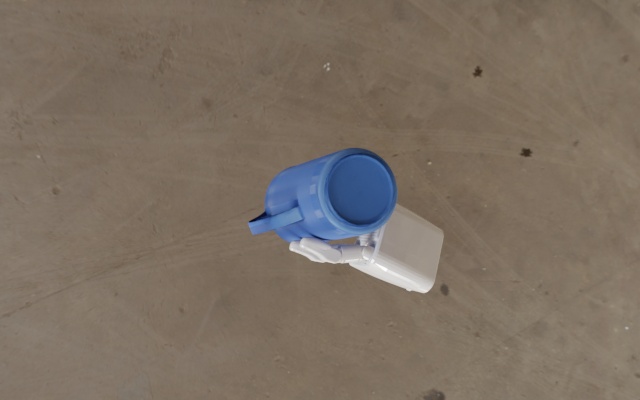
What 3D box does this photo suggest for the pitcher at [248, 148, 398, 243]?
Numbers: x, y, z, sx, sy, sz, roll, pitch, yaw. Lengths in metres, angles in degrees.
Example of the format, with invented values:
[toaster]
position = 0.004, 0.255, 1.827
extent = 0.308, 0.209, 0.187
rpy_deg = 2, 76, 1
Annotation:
[pitcher]
position = 0.000, 0.002, 0.685
extent = 0.145, 0.149, 0.243
rpy_deg = 25, -12, -15
